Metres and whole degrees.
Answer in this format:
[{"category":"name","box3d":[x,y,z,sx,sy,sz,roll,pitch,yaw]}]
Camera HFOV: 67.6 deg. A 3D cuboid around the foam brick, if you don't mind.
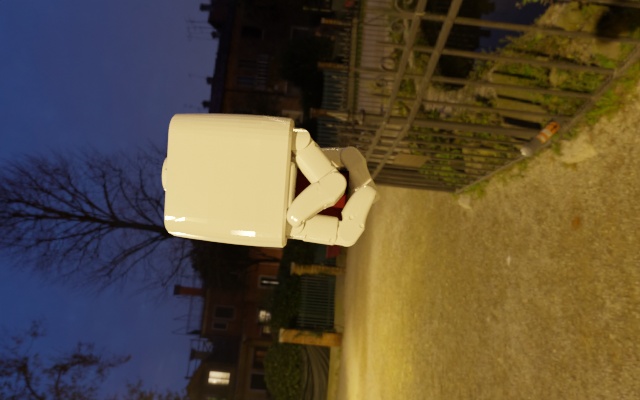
[{"category":"foam brick","box3d":[0.000,0.002,0.488,0.051,0.053,0.078,3,-13,-1]}]
